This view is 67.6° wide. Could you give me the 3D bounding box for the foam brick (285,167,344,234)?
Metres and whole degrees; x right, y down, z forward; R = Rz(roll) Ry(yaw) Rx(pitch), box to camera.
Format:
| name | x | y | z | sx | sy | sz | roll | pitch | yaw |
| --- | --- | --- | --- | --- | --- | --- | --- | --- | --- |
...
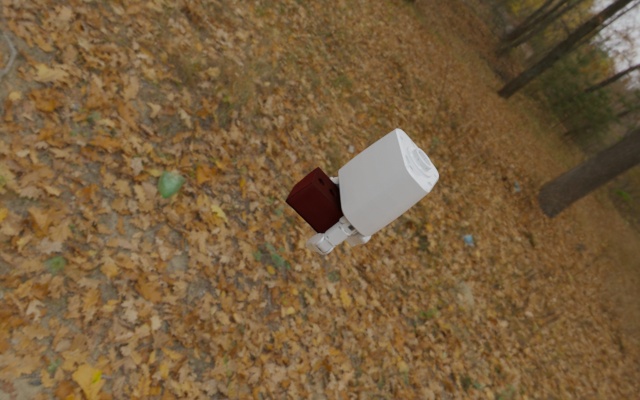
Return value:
| name | x | y | z | sx | sy | sz | roll | pitch | yaw |
| --- | --- | --- | --- | --- | --- | --- | --- | --- | --- |
| foam brick | 0.000 | 0.002 | 0.672 | 0.051 | 0.078 | 0.053 | -37 | 16 | 28 |
